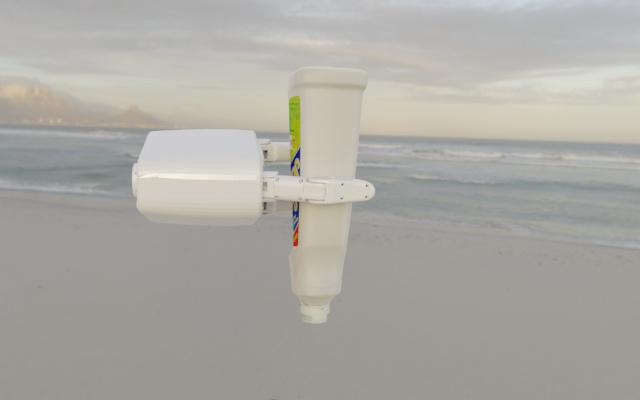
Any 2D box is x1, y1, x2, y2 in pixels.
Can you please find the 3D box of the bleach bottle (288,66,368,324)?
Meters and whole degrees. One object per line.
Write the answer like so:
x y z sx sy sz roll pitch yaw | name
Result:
0.000 0.002 0.477 0.068 0.251 0.102 0 8 -13 | bleach bottle
